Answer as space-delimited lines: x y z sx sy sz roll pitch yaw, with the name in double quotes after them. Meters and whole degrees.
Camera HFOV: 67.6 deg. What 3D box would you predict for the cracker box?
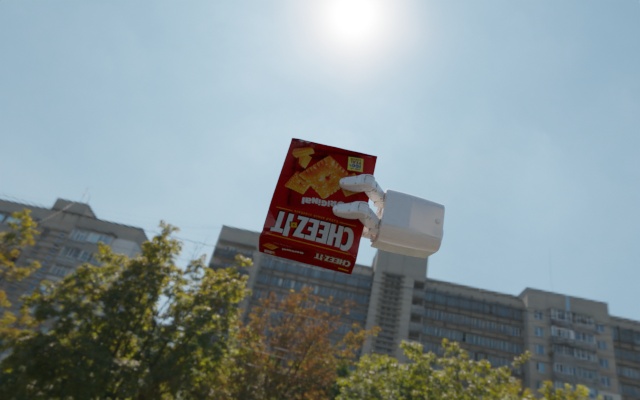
0.000 0.003 0.836 0.164 0.213 0.072 14 -31 2 "cracker box"
